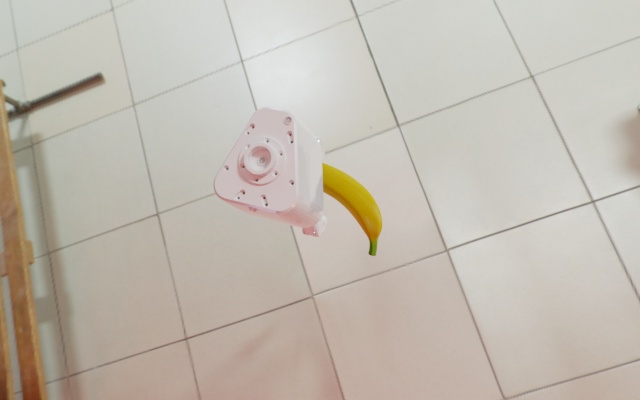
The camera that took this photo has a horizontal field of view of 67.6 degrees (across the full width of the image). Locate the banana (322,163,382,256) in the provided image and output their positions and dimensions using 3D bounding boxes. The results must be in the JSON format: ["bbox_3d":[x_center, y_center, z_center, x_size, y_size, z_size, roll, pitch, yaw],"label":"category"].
[{"bbox_3d":[0.014,-0.011,0.651,0.198,0.069,0.037,39,4,13],"label":"banana"}]
